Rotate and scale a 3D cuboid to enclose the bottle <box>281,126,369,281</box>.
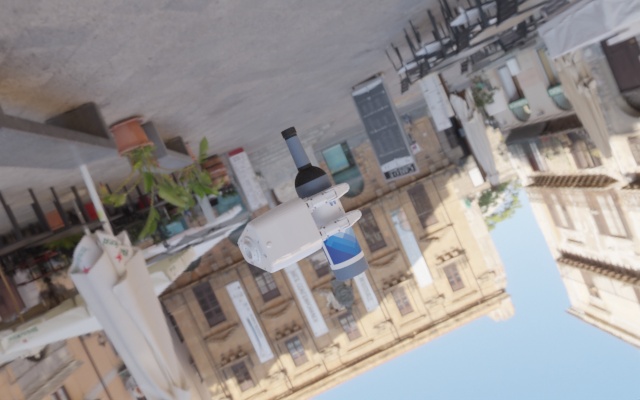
[{"bbox_3d":[0.000,0.003,0.886,0.069,0.296,0.069,-24,4,2],"label":"bottle"}]
